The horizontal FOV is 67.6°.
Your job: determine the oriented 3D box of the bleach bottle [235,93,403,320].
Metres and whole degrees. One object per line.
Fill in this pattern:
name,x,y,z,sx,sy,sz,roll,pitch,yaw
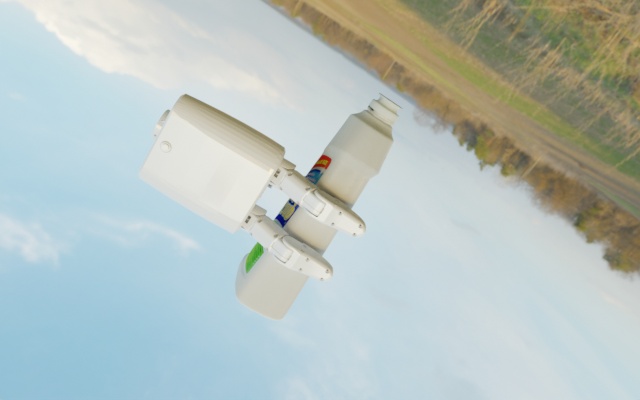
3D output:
bleach bottle,0.000,0.002,0.499,0.068,0.251,0.102,30,16,-12
